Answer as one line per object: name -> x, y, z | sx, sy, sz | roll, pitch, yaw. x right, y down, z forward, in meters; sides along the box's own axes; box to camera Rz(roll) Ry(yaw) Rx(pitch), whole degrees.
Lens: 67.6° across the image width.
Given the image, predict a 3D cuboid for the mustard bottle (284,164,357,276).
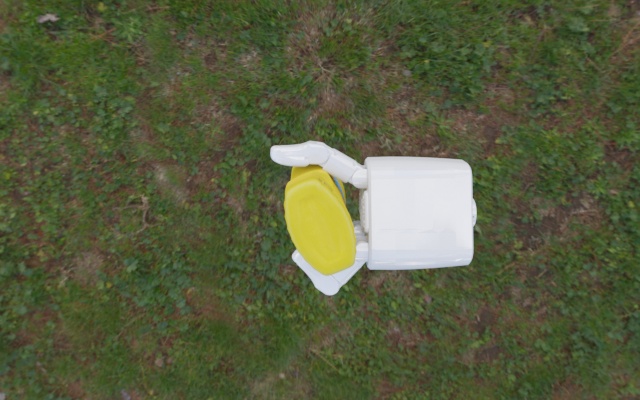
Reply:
mustard bottle -> 0.000, 0.002, 0.523 | 0.058, 0.096, 0.191 | -24, 14, 6
